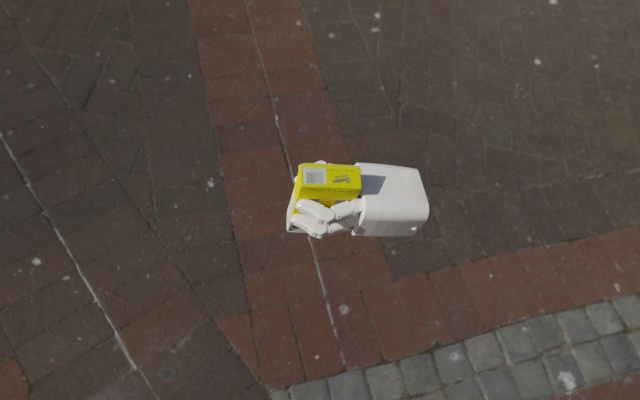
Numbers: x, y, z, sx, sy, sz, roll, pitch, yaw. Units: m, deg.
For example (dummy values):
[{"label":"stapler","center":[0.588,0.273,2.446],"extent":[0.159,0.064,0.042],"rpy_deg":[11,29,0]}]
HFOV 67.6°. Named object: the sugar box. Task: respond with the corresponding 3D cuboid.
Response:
[{"label":"sugar box","center":[0.000,0.003,0.768],"extent":[0.093,0.048,0.176],"rpy_deg":[2,-29,-9]}]
